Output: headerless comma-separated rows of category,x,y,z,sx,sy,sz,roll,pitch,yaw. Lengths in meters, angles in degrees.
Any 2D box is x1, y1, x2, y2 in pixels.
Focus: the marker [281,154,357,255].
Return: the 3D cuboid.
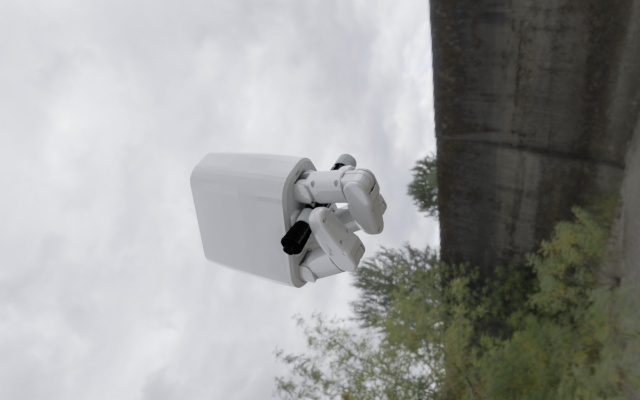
marker,0.000,0.001,0.409,0.020,0.020,0.121,0,39,33
